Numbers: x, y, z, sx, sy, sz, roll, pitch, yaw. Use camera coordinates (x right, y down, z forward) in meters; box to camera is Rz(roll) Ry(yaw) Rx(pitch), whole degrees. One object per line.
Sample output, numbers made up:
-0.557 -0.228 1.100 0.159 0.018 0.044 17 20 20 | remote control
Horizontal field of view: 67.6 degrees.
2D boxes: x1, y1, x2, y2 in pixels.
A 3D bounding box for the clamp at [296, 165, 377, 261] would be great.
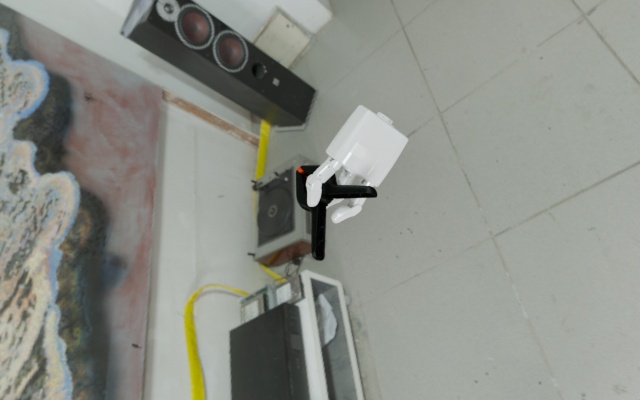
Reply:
-0.001 0.002 0.897 0.036 0.164 0.210 30 9 -41 | clamp
